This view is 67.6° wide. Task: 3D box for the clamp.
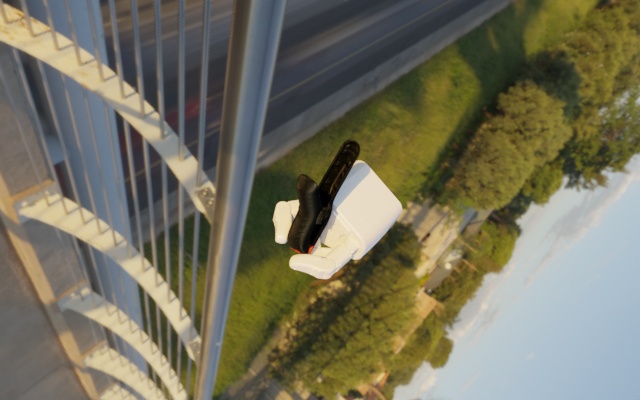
[{"bbox_3d":[0.000,0.003,0.607,0.039,0.172,0.120,39,52,17],"label":"clamp"}]
